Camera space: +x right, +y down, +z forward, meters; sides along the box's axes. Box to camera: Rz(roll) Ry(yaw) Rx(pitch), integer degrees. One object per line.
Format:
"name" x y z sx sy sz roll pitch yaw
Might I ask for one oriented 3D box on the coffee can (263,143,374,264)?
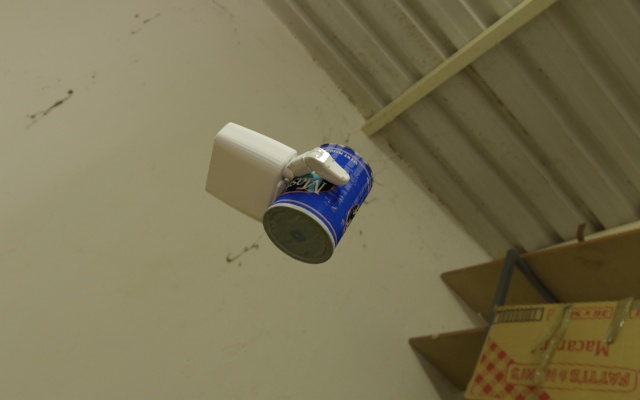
"coffee can" 0.000 0.002 0.658 0.103 0.103 0.140 0 40 35
